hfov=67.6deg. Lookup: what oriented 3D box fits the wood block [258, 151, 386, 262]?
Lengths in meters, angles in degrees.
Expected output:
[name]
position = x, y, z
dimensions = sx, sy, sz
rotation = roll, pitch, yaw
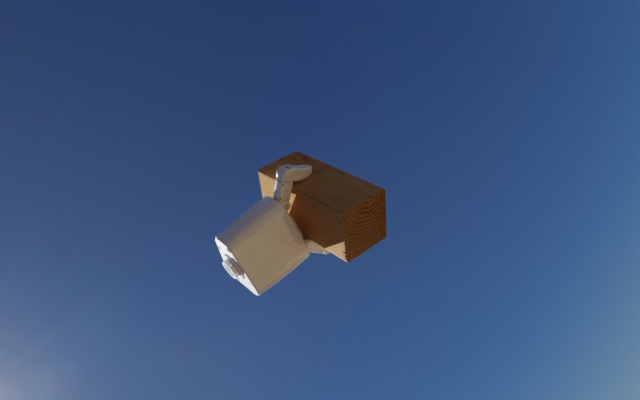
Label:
[wood block]
position = 0.000, 0.002, 0.768
dimensions = 0.090, 0.091, 0.206
rotation = -29, 38, -32
